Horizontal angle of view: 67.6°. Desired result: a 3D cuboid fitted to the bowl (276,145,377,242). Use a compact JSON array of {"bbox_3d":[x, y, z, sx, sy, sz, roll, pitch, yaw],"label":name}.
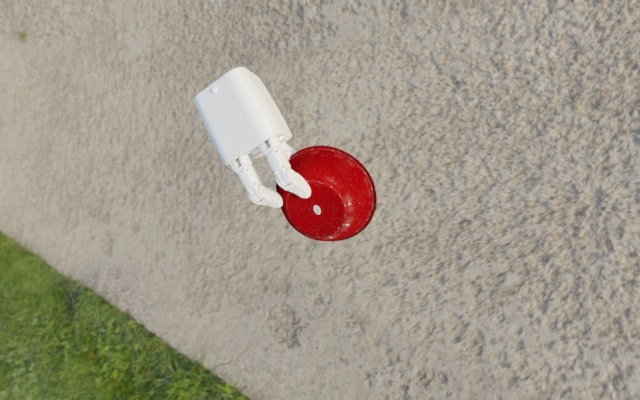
[{"bbox_3d":[0.001,0.003,0.714,0.162,0.162,0.055,0,25,18],"label":"bowl"}]
